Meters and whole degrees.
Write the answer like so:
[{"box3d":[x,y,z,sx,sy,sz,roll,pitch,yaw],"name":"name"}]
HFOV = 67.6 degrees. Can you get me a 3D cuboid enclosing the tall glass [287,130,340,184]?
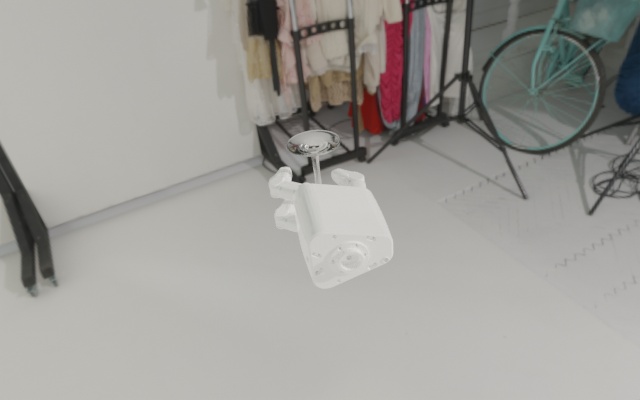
[{"box3d":[0.000,0.002,0.709,0.079,0.201,0.079,-5,34,3],"name":"tall glass"}]
